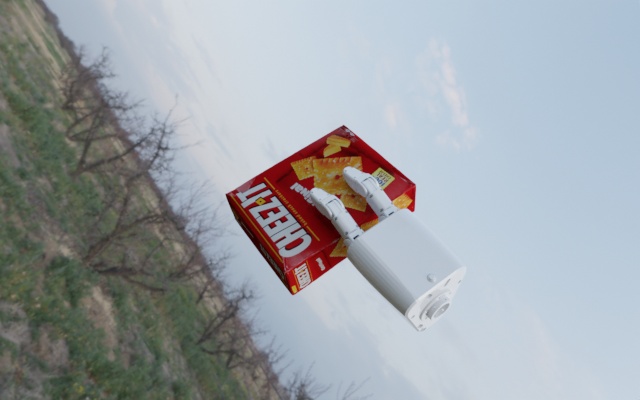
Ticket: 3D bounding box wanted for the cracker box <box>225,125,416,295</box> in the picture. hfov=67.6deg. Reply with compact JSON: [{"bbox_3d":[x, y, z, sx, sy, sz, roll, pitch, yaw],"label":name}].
[{"bbox_3d":[0.000,0.002,0.671,0.213,0.072,0.164,-32,55,-16],"label":"cracker box"}]
